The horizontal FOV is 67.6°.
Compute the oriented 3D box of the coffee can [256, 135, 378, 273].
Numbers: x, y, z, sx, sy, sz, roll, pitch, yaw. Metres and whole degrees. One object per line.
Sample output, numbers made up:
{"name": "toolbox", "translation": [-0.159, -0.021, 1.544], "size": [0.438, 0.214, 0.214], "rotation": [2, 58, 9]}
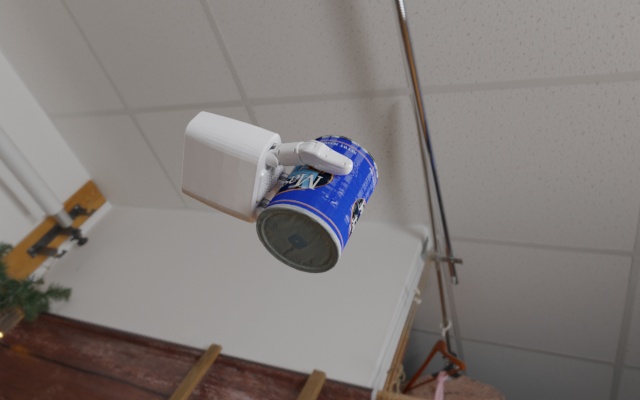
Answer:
{"name": "coffee can", "translation": [0.000, 0.002, 0.577], "size": [0.103, 0.103, 0.140], "rotation": [0, 40, 30]}
